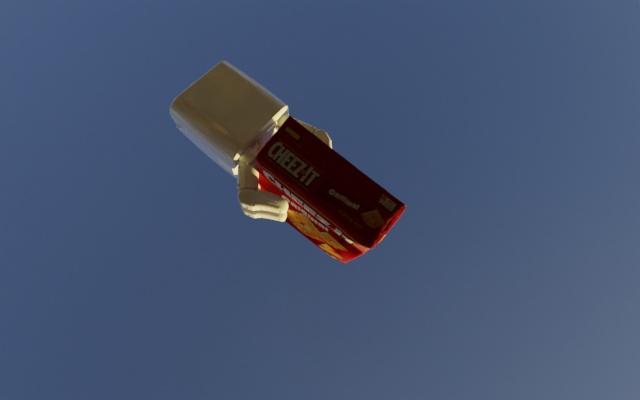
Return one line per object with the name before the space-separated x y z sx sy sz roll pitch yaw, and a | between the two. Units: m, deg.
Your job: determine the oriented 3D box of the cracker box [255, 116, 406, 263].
cracker box | 0.000 0.002 0.613 0.164 0.072 0.214 38 -12 3
